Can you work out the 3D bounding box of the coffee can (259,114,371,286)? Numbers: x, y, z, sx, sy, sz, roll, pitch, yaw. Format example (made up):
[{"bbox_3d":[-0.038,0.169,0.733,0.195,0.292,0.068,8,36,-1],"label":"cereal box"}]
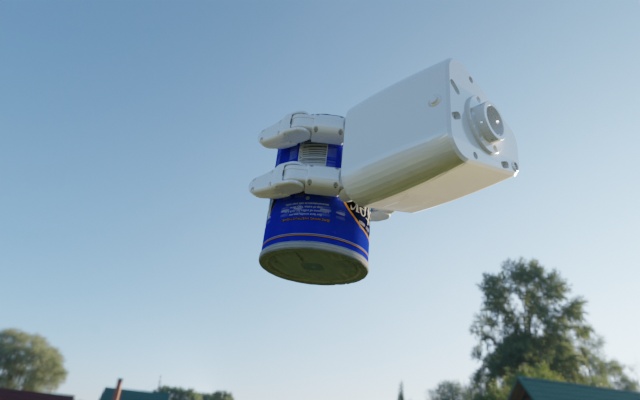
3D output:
[{"bbox_3d":[0.000,0.002,0.473,0.103,0.140,0.103,5,-27,2],"label":"coffee can"}]
